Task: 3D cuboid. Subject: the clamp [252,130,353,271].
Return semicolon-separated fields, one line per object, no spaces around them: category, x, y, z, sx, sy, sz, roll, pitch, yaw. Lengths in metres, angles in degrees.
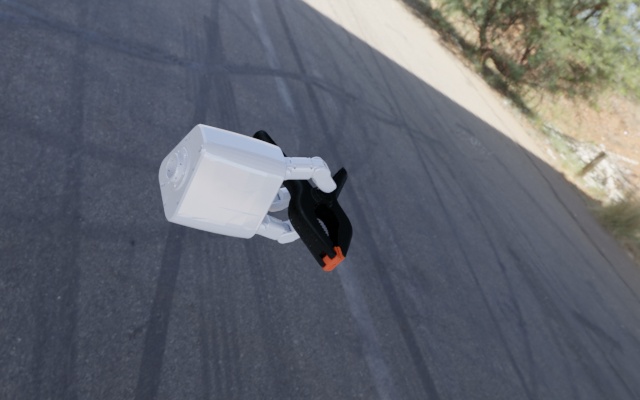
clamp;0.001;0.002;0.634;0.164;0.209;0.036;15;-50;-40
